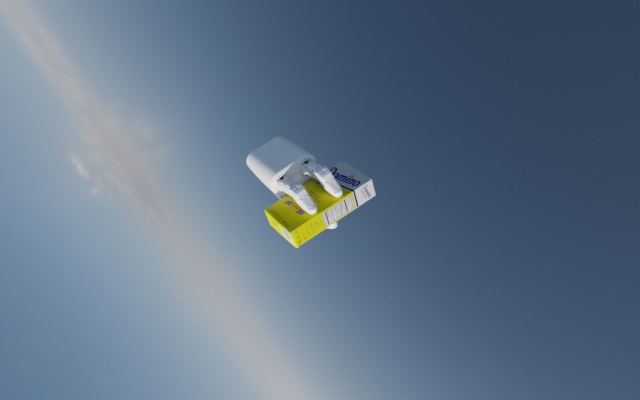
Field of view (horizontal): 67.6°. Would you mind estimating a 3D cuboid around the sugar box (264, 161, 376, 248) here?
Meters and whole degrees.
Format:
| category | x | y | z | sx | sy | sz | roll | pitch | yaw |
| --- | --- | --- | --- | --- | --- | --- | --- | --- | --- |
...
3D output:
| category | x | y | z | sx | sy | sz | roll | pitch | yaw |
| --- | --- | --- | --- | --- | --- | --- | --- | --- | --- |
| sugar box | 0.000 | 0.002 | 0.840 | 0.176 | 0.048 | 0.093 | -36 | 42 | -17 |
